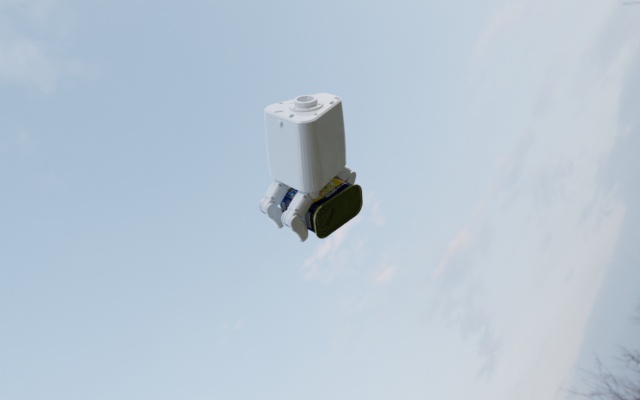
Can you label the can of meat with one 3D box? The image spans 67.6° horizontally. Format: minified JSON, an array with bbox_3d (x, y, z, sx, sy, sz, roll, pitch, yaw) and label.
[{"bbox_3d":[0.000,0.002,0.732,0.102,0.057,0.084,-33,42,-32],"label":"can of meat"}]
